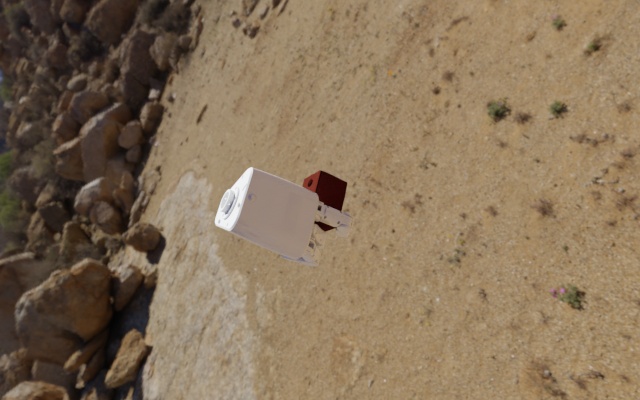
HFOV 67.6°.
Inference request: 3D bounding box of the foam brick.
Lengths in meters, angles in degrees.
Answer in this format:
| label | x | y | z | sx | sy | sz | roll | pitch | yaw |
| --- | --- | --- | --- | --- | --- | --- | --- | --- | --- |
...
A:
| label | x | y | z | sx | sy | sz | roll | pitch | yaw |
| --- | --- | --- | --- | --- | --- | --- | --- | --- | --- |
| foam brick | 0.000 | 0.002 | 0.724 | 0.051 | 0.078 | 0.053 | 24 | -25 | -23 |
